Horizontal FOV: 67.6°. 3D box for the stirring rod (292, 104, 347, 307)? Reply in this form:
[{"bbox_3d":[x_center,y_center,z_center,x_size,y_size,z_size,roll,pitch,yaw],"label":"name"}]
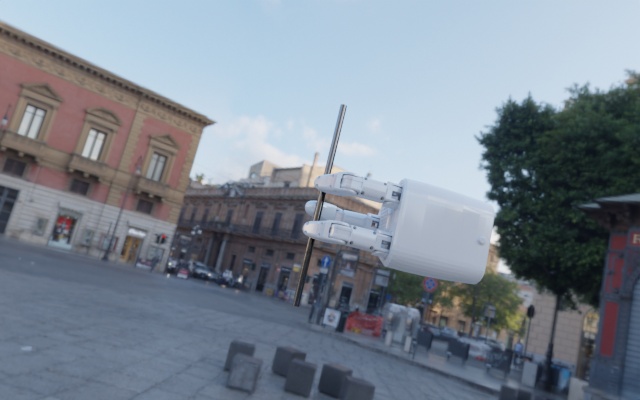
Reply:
[{"bbox_3d":[0.000,0.002,0.549,0.011,0.239,0.011,13,-10,2],"label":"stirring rod"}]
